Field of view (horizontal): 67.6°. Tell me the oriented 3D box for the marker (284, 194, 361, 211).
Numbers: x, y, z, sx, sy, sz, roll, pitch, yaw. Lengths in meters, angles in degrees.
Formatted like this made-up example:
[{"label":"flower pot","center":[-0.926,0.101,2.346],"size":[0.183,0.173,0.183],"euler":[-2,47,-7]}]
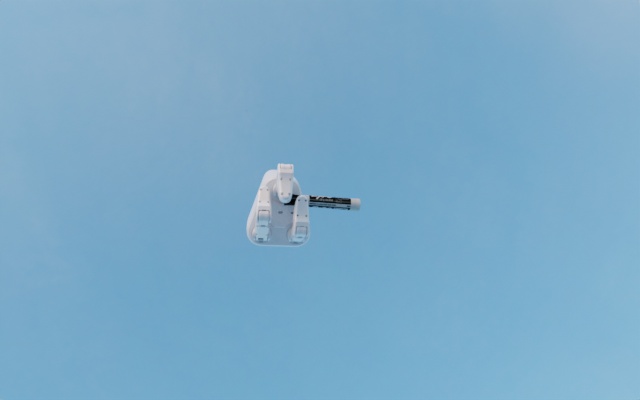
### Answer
[{"label":"marker","center":[0.000,0.002,0.721],"size":[0.121,0.020,0.020],"euler":[4,-1,-10]}]
